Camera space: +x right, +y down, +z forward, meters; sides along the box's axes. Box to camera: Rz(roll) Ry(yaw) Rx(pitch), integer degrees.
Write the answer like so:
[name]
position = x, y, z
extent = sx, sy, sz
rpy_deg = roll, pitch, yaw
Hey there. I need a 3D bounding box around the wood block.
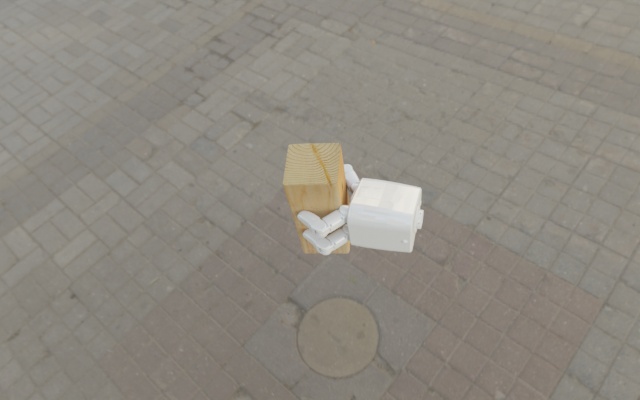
[wood block]
position = 0.001, 0.002, 0.844
extent = 0.090, 0.090, 0.206
rpy_deg = -1, -38, 9
